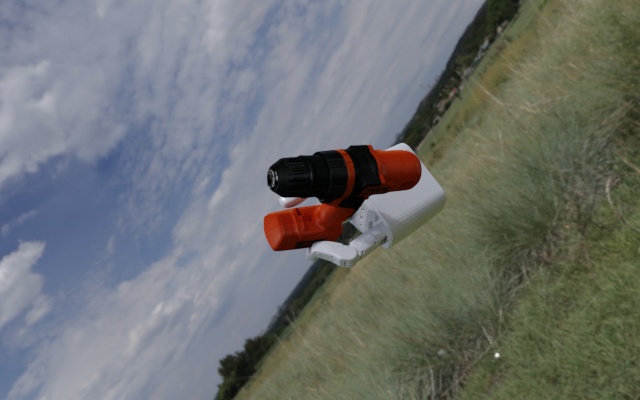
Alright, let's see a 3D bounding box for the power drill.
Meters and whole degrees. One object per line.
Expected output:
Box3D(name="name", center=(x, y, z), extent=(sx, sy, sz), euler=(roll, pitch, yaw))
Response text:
Box3D(name="power drill", center=(0.000, 0.002, 0.555), extent=(0.184, 0.057, 0.188), euler=(-4, -22, -30))
